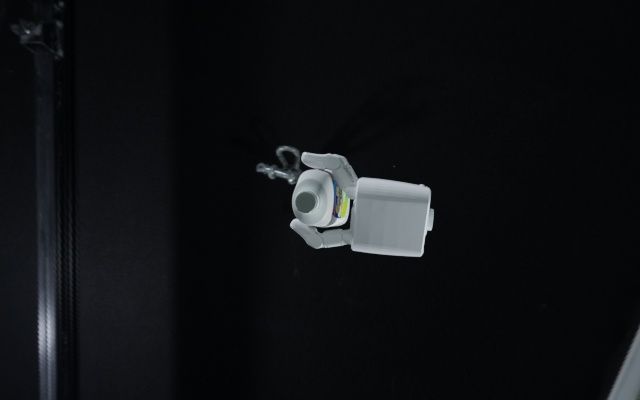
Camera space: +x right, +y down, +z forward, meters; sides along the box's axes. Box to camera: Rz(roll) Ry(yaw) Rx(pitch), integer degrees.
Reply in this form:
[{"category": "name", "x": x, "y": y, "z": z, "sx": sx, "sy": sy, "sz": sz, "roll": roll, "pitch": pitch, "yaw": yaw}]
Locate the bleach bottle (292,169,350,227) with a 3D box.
[{"category": "bleach bottle", "x": 0.000, "y": 0.002, "z": 0.739, "sx": 0.068, "sy": 0.102, "sz": 0.251, "roll": 5, "pitch": 5, "yaw": 9}]
